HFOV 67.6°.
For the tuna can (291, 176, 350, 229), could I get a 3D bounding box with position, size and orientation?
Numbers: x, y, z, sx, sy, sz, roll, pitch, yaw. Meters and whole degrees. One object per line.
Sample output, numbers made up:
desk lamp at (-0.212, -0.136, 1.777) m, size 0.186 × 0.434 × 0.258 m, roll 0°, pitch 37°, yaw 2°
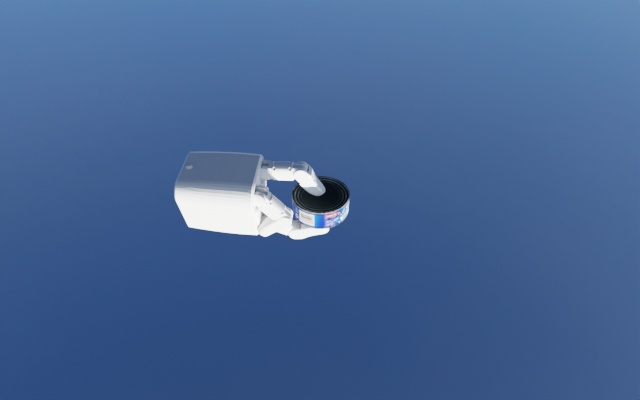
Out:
tuna can at (0.000, 0.003, 0.709) m, size 0.086 × 0.034 × 0.086 m, roll 0°, pitch 40°, yaw 0°
